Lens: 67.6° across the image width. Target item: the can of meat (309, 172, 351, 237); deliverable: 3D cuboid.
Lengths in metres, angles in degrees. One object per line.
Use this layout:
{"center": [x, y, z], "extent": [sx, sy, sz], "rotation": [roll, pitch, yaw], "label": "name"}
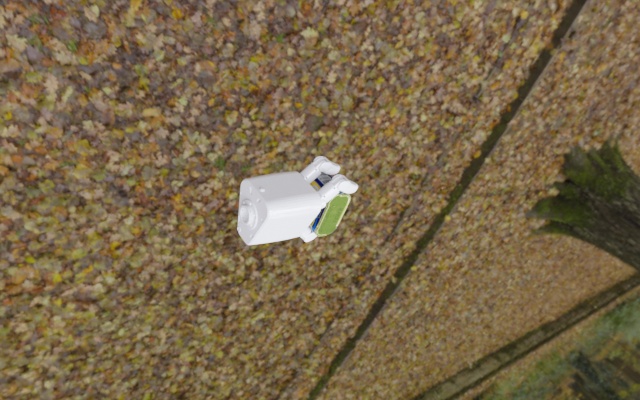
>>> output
{"center": [0.000, 0.003, 0.877], "extent": [0.057, 0.102, 0.084], "rotation": [-6, 41, -41], "label": "can of meat"}
